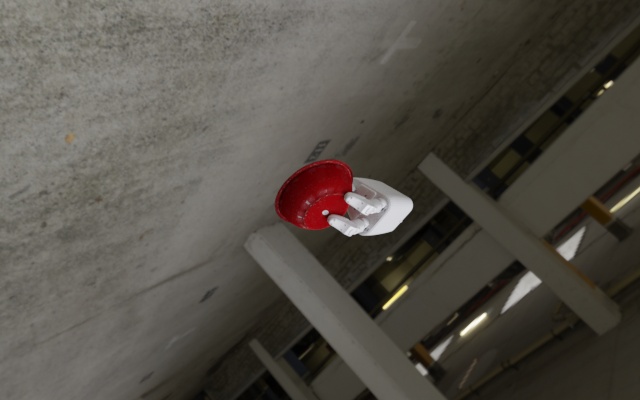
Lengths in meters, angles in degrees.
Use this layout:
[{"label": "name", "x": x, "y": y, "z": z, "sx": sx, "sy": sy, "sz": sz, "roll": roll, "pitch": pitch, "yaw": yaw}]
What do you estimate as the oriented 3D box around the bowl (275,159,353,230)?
[{"label": "bowl", "x": -0.001, "y": 0.003, "z": 0.879, "sx": 0.162, "sy": 0.162, "sz": 0.055, "roll": 0, "pitch": 43, "yaw": -35}]
